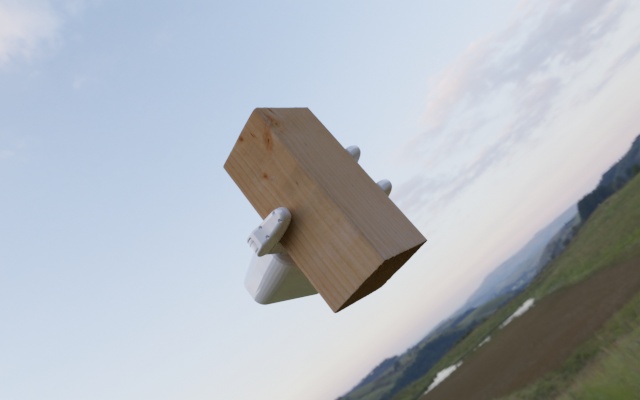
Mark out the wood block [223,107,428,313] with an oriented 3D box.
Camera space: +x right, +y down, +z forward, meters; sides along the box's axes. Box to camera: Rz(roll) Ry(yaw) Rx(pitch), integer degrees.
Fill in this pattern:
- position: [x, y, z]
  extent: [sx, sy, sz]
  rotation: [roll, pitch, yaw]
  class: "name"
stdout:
- position: [0.000, 0.002, 0.510]
  extent: [0.091, 0.206, 0.090]
  rotation: [-15, -31, -50]
  class: "wood block"
